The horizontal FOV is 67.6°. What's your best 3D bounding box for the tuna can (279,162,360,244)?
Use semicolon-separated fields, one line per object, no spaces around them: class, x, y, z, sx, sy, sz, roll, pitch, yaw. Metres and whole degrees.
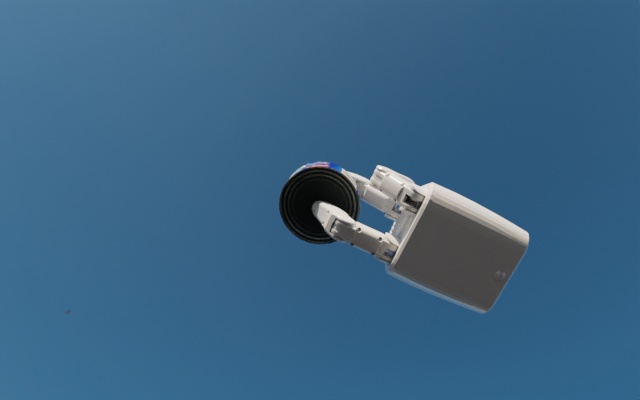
tuna can;0.000;0.001;0.517;0.086;0.086;0.033;0;16;5
